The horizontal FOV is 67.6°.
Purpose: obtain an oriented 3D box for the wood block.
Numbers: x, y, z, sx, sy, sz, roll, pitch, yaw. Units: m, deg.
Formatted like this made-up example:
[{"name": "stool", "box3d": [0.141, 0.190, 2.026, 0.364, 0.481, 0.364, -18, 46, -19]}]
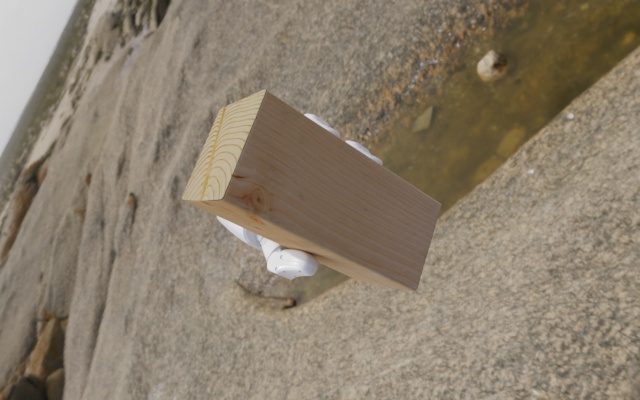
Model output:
[{"name": "wood block", "box3d": [0.000, 0.002, 0.425, 0.206, 0.090, 0.090, 28, -16, -31]}]
